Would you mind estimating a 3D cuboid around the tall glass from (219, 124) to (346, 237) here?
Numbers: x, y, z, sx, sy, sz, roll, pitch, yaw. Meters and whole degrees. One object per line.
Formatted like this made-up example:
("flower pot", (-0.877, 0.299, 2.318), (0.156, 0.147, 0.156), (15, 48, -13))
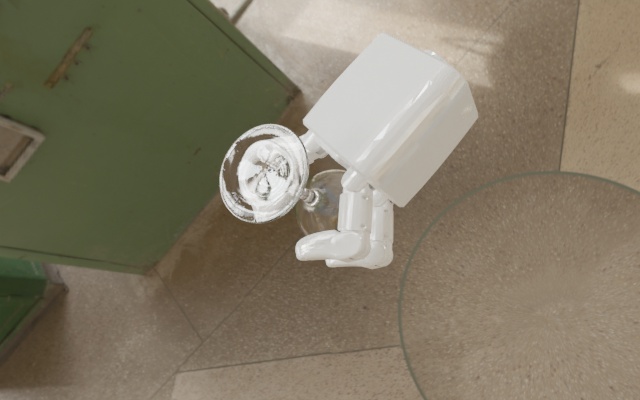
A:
("tall glass", (0.000, 0.001, 0.429), (0.079, 0.079, 0.201), (0, -13, 25))
